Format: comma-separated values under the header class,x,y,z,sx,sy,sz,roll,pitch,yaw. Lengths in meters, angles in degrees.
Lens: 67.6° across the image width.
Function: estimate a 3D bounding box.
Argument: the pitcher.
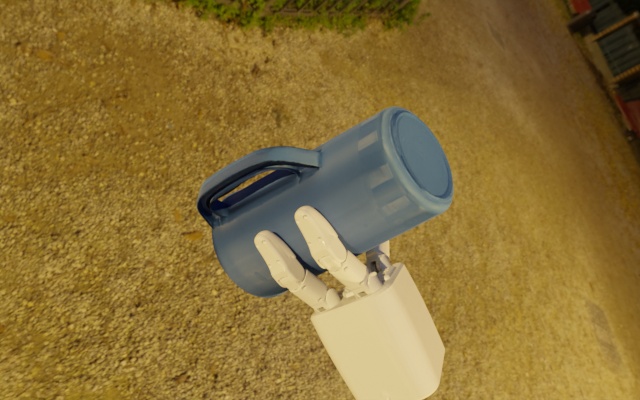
class,x,y,z,sx,sy,sz,roll,pitch,yaw
pitcher,0.000,0.002,0.491,0.243,0.145,0.149,-29,-4,36
